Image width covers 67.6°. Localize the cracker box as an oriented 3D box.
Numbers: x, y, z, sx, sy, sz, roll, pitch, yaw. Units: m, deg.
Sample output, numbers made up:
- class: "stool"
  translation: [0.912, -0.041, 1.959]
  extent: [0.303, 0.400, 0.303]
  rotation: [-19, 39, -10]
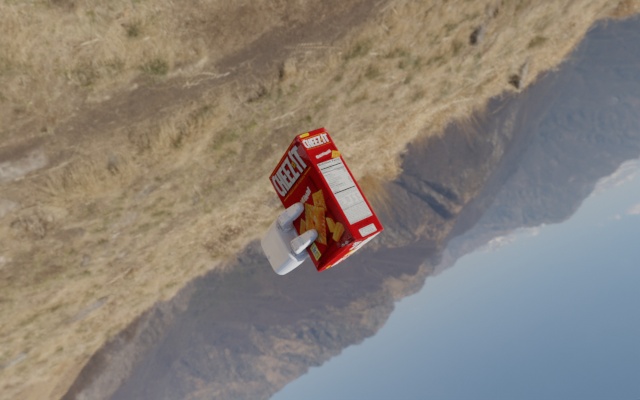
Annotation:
- class: "cracker box"
  translation: [0.000, 0.003, 0.870]
  extent: [0.072, 0.213, 0.164]
  rotation: [-21, -15, -33]
